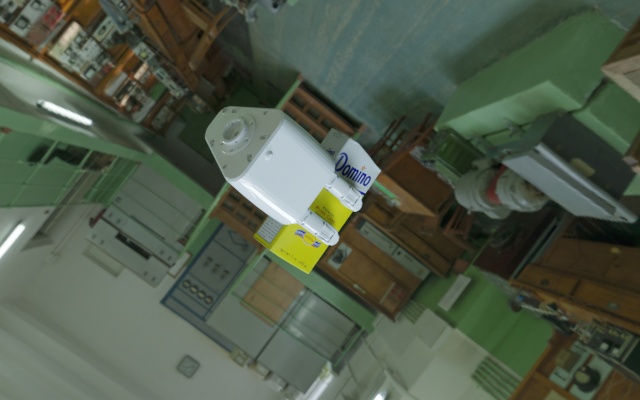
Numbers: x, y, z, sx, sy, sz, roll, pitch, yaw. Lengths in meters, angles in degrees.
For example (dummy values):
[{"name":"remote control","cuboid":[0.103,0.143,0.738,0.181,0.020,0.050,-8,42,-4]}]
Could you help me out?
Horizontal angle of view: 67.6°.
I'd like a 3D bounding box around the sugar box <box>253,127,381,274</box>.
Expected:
[{"name":"sugar box","cuboid":[0.000,0.002,0.632,0.048,0.176,0.093,34,-4,42]}]
